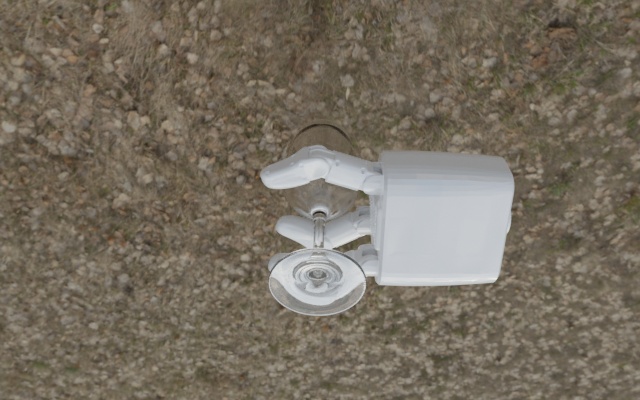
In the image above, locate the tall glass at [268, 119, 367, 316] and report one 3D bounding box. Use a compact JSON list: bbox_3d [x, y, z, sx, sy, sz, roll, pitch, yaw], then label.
[{"bbox_3d":[0.000,0.002,0.435,0.079,0.079,0.200,0,39,1],"label":"tall glass"}]
